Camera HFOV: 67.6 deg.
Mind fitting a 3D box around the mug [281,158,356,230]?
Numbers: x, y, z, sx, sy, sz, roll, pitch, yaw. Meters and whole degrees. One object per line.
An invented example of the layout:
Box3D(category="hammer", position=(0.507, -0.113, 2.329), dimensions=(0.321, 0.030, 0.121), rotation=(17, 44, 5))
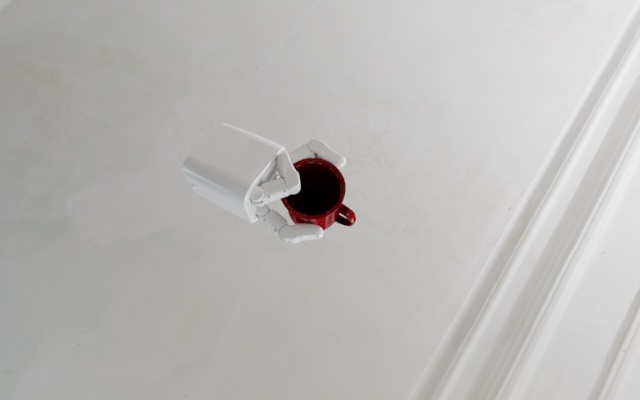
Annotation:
Box3D(category="mug", position=(0.001, 0.003, 0.695), dimensions=(0.117, 0.093, 0.081), rotation=(28, -18, 11))
